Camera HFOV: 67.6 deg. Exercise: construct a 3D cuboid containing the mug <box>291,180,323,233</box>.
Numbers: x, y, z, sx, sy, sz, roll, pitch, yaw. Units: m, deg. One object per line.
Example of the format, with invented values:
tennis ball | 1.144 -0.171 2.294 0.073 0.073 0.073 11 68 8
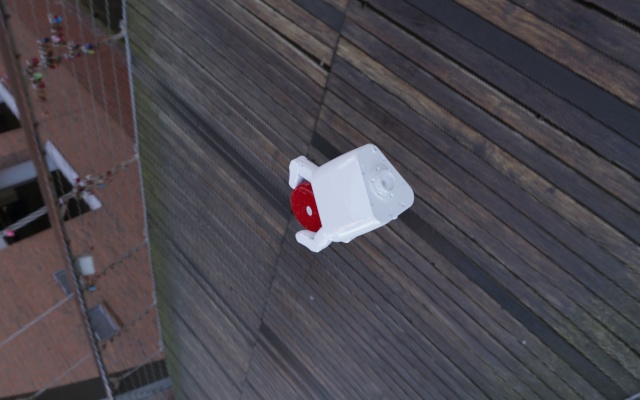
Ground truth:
mug | -0.001 0.003 0.775 0.081 0.093 0.117 -30 3 -38
